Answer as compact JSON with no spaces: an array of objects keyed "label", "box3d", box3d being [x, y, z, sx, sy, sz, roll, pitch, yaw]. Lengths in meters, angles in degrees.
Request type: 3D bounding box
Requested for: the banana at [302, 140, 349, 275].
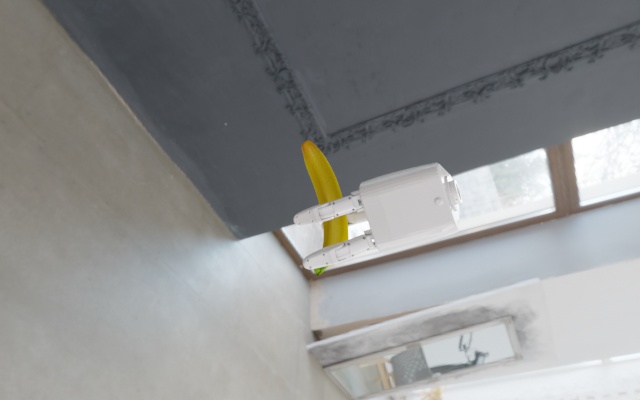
[{"label":"banana","box3d":[0.010,0.009,0.692,0.037,0.197,0.070,-17,-20,27]}]
